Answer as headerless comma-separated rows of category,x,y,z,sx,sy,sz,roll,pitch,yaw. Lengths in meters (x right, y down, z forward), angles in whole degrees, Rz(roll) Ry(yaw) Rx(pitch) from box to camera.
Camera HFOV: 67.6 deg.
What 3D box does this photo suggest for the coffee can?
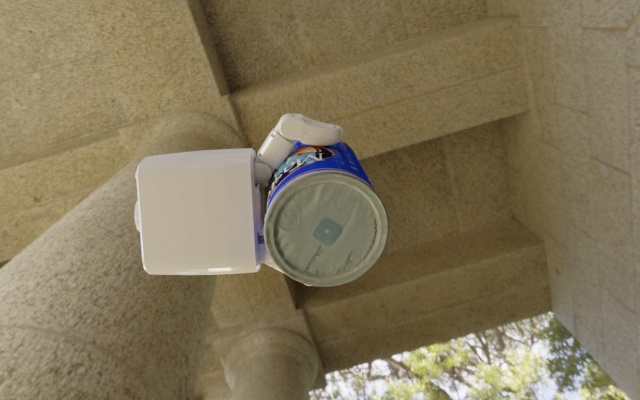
coffee can,0.000,0.001,0.452,0.103,0.103,0.140,0,21,-5
